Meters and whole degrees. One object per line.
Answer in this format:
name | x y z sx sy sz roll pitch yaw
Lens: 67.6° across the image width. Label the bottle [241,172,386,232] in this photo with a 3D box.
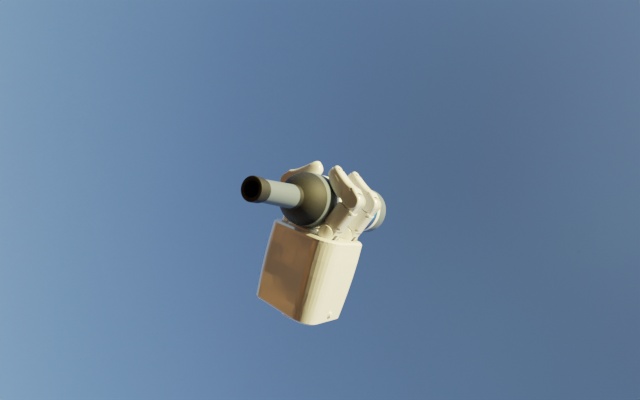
bottle | 0.000 0.002 0.608 0.069 0.069 0.296 0 -5 28
